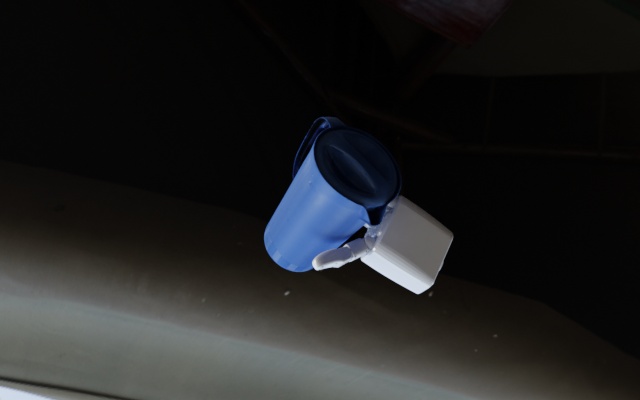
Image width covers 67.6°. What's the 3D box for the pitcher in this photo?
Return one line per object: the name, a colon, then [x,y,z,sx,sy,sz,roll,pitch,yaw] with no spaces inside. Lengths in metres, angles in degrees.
pitcher: [0.000,0.003,0.724,0.145,0.149,0.243,32,-42,-6]
